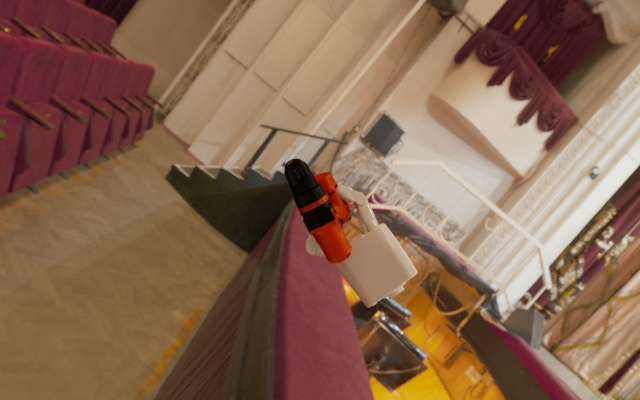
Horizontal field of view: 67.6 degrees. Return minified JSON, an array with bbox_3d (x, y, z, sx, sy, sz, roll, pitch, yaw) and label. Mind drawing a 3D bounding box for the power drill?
[{"bbox_3d":[0.000,0.003,0.833,0.057,0.184,0.187,-24,9,12],"label":"power drill"}]
